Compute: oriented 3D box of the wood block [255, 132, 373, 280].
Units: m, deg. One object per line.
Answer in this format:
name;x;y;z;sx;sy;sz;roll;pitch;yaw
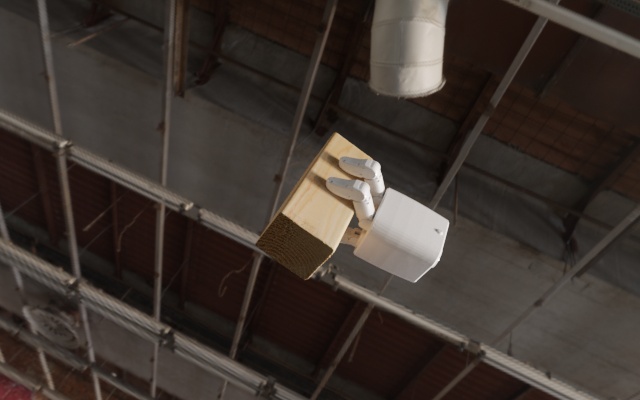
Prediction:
wood block;0.000;0.003;0.710;0.090;0.206;0.091;35;-46;-4
